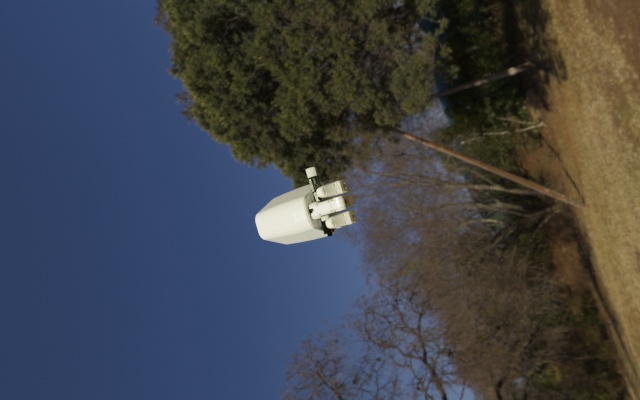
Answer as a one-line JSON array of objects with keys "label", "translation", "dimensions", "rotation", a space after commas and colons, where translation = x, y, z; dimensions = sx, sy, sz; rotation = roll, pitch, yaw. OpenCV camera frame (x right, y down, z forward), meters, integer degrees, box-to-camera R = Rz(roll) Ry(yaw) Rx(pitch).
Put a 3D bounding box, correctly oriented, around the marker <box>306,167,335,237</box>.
[{"label": "marker", "translation": [0.000, 0.003, 0.815], "dimensions": [0.020, 0.121, 0.020], "rotation": [-16, -2, -1]}]
